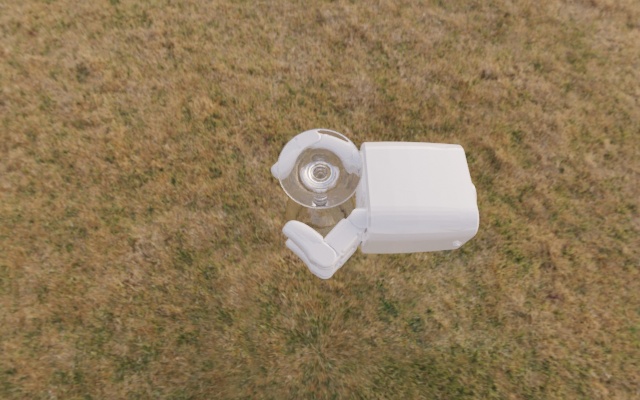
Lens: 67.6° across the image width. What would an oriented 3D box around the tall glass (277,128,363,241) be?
[{"bbox_3d":[0.000,0.001,0.505,0.079,0.079,0.201,0,-18,0],"label":"tall glass"}]
